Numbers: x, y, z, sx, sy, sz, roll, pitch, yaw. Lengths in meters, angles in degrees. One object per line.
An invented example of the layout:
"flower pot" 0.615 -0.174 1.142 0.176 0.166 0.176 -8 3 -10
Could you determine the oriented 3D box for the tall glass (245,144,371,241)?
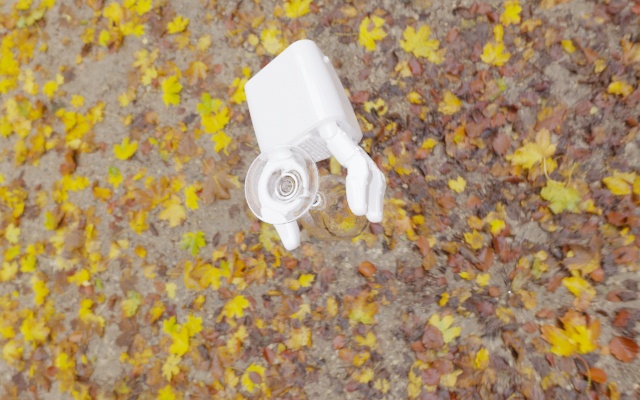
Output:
"tall glass" 0.000 0.002 0.519 0.079 0.079 0.201 0 -10 22
